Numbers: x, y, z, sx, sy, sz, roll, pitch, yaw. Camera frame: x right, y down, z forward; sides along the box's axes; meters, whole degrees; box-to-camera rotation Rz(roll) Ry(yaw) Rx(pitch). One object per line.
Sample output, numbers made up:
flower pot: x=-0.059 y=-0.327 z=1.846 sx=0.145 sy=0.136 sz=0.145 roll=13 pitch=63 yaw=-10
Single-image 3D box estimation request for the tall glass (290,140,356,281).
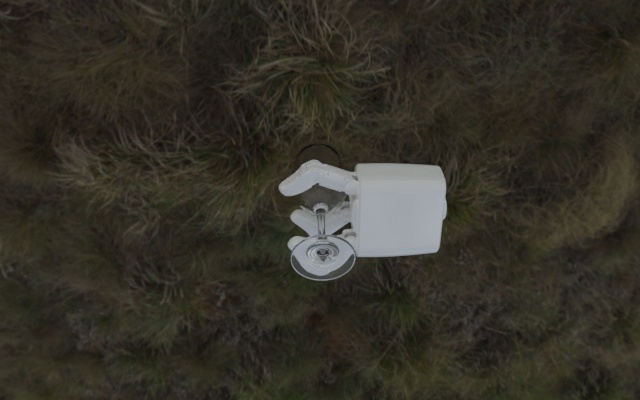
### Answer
tall glass: x=0.000 y=0.002 z=0.613 sx=0.079 sy=0.079 sz=0.200 roll=0 pitch=40 yaw=-3
